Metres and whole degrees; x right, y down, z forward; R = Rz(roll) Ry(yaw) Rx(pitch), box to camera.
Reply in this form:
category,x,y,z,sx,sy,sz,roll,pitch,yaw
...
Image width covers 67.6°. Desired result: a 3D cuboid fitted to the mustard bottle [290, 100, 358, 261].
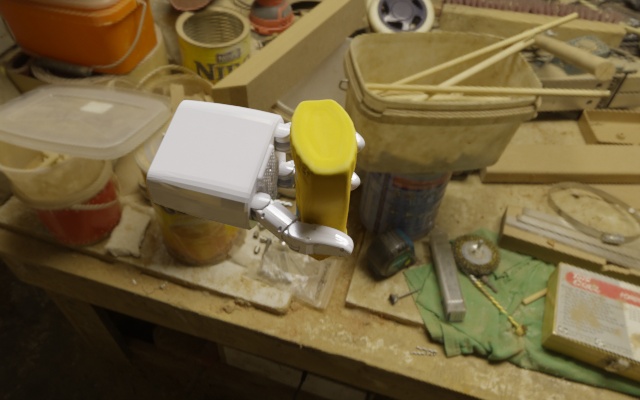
category,x,y,z,sx,sy,sz,roll,pitch,yaw
mustard bottle,0.000,0.001,0.480,0.058,0.096,0.192,-6,-40,-7
